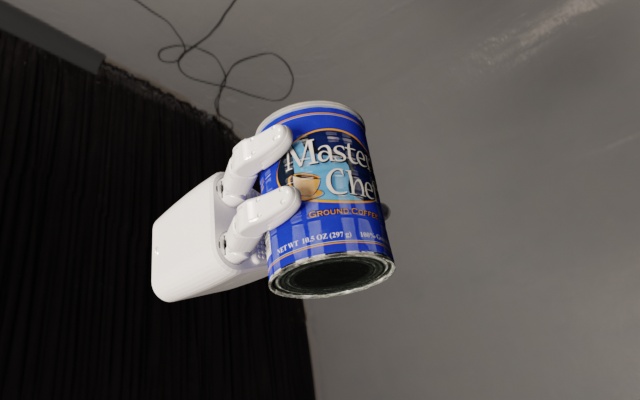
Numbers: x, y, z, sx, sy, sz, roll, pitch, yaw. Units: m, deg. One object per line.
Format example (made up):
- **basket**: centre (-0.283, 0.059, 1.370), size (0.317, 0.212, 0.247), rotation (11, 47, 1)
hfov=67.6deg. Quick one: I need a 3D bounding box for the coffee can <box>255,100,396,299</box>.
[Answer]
- **coffee can**: centre (0.000, 0.001, 0.411), size (0.103, 0.140, 0.103), rotation (-7, -27, -4)
